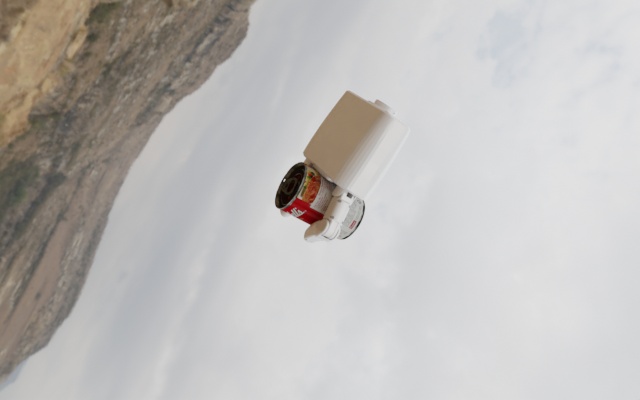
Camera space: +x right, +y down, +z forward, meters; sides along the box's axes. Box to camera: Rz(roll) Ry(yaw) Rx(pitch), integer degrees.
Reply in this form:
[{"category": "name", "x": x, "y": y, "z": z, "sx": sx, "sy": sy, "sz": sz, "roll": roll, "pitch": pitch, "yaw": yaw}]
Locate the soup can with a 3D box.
[{"category": "soup can", "x": 0.000, "y": 0.003, "z": 0.633, "sx": 0.102, "sy": 0.068, "sz": 0.068, "roll": 29, "pitch": -14, "yaw": -26}]
